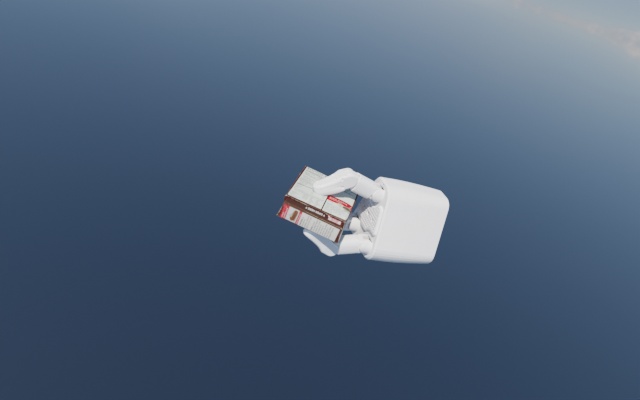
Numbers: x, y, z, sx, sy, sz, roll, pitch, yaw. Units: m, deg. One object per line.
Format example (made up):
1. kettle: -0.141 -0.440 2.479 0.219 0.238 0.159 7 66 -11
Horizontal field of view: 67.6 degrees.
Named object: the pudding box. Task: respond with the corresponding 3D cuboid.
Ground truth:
1. pudding box: 0.000 0.002 0.664 0.090 0.039 0.113 24 26 3
